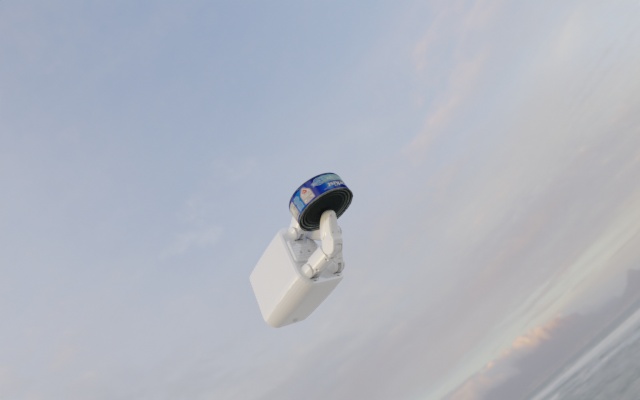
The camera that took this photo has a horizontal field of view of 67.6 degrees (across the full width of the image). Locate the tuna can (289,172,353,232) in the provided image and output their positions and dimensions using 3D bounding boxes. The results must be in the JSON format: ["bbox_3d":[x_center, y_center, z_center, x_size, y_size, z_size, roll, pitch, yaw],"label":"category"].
[{"bbox_3d":[0.000,0.002,0.654,0.086,0.033,0.086,-27,-29,-16],"label":"tuna can"}]
